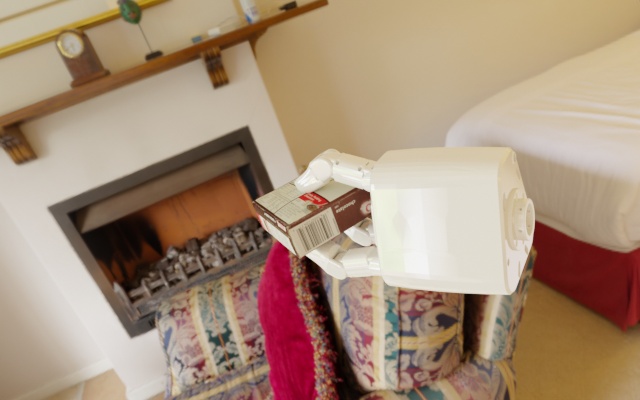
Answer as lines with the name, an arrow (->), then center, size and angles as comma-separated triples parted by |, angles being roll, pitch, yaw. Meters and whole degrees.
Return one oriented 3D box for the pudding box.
pudding box -> 0.000, 0.001, 0.481 | 0.113, 0.039, 0.090 | -28, 27, -19
